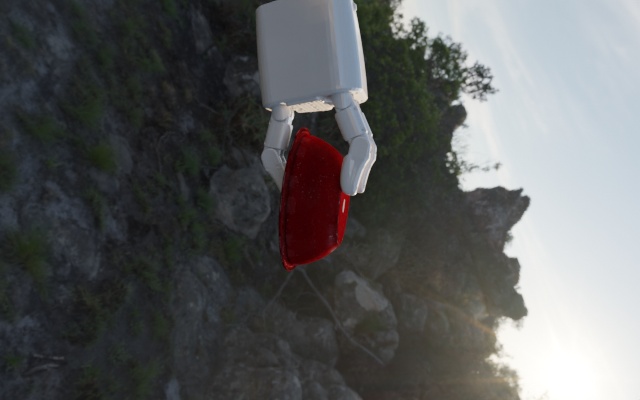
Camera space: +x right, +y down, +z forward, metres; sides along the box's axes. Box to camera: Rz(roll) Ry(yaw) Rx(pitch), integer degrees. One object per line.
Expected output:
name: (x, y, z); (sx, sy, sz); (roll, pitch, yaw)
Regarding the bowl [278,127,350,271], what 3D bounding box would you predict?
bowl: (0.000, 0.003, 0.533); (0.055, 0.162, 0.162); (7, 1, 9)
